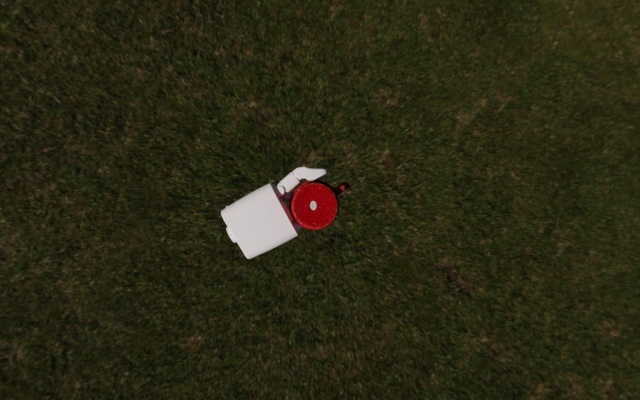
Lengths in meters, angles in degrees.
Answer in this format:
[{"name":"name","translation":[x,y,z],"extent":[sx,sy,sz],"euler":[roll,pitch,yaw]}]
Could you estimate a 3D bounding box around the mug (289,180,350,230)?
[{"name":"mug","translation":[0.001,0.002,0.841],"extent":[0.117,0.093,0.081],"euler":[-30,2,-1]}]
